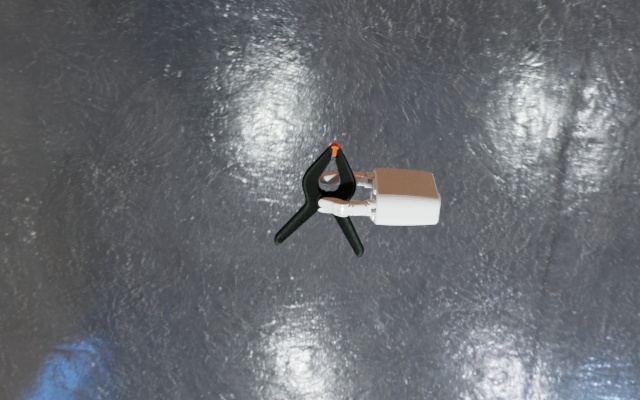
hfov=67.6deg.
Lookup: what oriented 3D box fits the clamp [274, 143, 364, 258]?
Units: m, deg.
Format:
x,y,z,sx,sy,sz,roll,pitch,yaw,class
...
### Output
x,y,z,sx,sy,sz,roll,pitch,yaw,class
0.000,0.003,0.844,0.164,0.210,0.036,2,19,0,clamp
